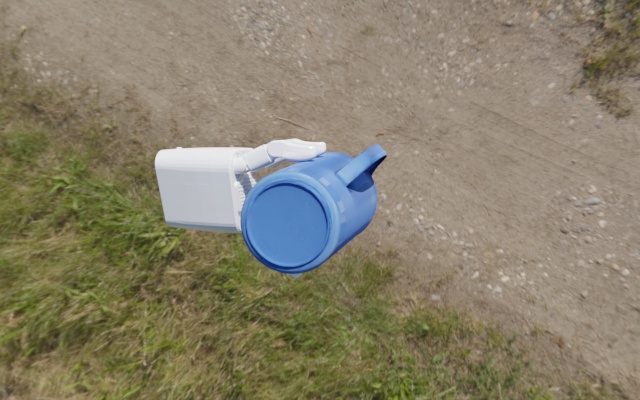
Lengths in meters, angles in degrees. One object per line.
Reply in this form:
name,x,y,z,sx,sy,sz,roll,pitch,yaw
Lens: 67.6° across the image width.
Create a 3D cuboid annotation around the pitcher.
pitcher,0.000,0.002,0.594,0.145,0.149,0.243,5,8,12
